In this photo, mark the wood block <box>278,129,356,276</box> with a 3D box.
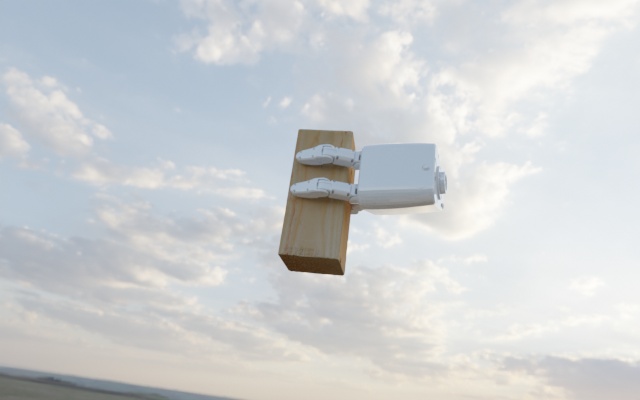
[{"bbox_3d":[0.001,0.002,0.740,0.090,0.206,0.091,4,-24,10],"label":"wood block"}]
